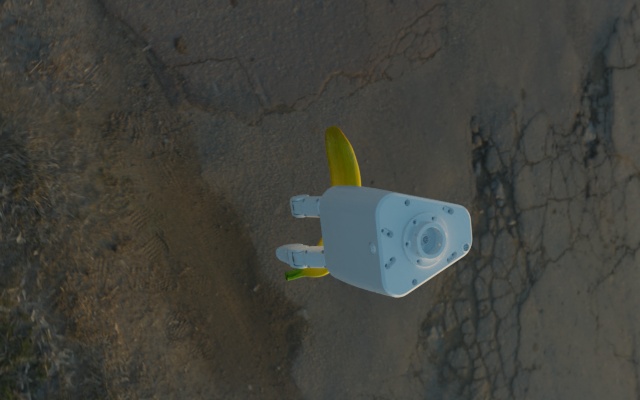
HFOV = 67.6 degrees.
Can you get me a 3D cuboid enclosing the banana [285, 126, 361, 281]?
[{"bbox_3d":[0.016,0.010,0.582,0.069,0.198,0.037,17,-4,-17],"label":"banana"}]
